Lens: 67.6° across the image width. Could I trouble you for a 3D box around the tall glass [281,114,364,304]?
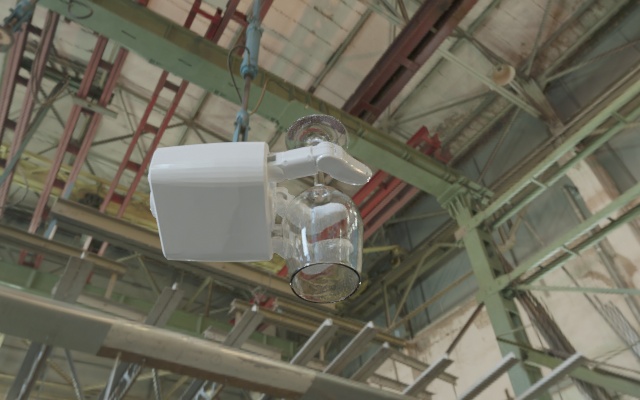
[{"bbox_3d":[0.000,0.001,0.481,0.079,0.200,0.079,-2,-45,-2],"label":"tall glass"}]
